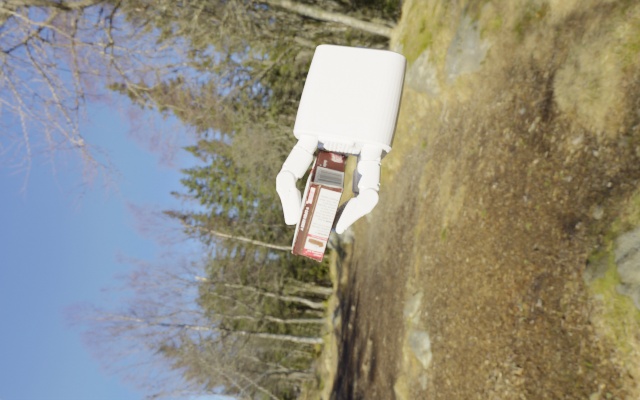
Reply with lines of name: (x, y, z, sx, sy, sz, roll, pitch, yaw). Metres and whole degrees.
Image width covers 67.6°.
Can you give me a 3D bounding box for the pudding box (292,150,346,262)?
pudding box: (0.000, 0.002, 0.544, 0.039, 0.090, 0.113, 15, 23, 0)
